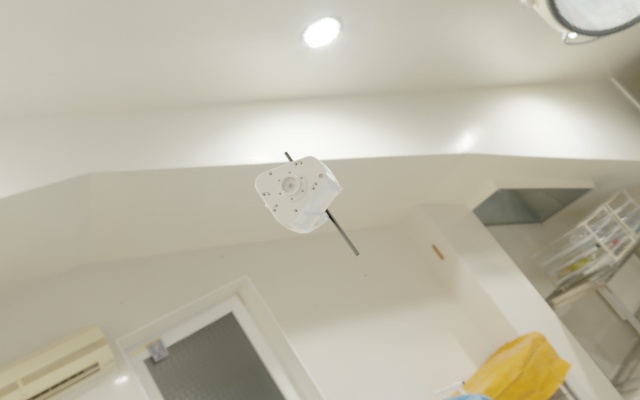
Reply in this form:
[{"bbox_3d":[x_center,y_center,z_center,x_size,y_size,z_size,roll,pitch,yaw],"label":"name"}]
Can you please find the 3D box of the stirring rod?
[{"bbox_3d":[0.000,0.003,0.887,0.011,0.239,0.011,-33,-15,-10],"label":"stirring rod"}]
